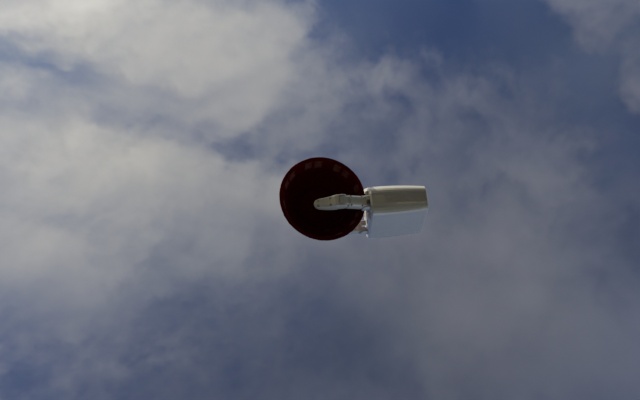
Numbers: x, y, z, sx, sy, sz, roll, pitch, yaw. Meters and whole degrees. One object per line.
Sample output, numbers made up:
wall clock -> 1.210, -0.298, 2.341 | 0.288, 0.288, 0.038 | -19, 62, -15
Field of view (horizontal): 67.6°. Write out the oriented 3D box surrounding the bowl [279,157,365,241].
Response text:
bowl -> -0.001, 0.003, 0.895 | 0.162, 0.162, 0.055 | 0, -19, -12
